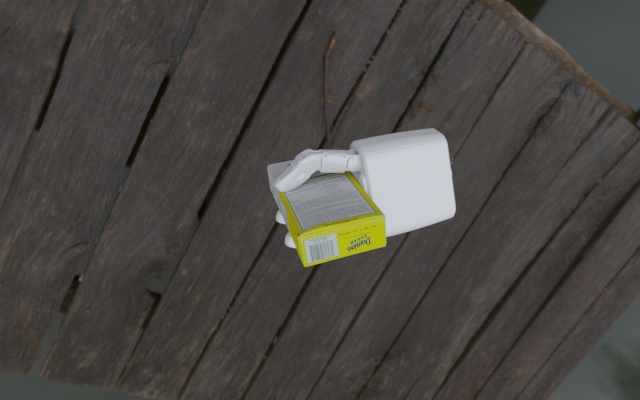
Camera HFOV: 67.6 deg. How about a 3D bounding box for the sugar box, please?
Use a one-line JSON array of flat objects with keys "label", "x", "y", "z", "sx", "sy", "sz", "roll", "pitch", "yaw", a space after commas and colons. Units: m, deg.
[{"label": "sugar box", "x": 0.000, "y": 0.002, "z": 0.555, "sx": 0.093, "sy": 0.048, "sz": 0.176, "roll": -12, "pitch": 28, "yaw": -11}]
